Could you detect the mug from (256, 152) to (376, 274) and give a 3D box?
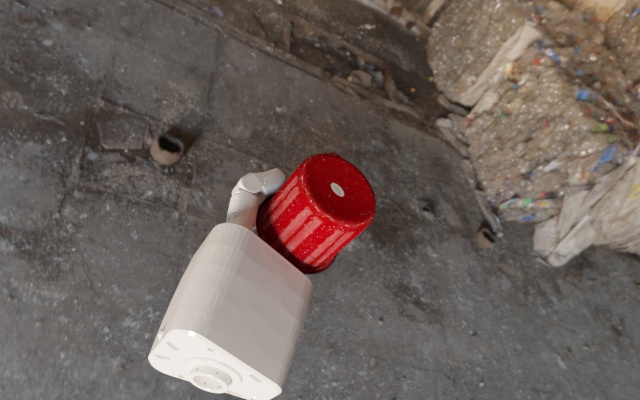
[{"bbox_3d":[0.000,0.000,0.456,0.093,0.117,0.081,28,-44,-15],"label":"mug"}]
